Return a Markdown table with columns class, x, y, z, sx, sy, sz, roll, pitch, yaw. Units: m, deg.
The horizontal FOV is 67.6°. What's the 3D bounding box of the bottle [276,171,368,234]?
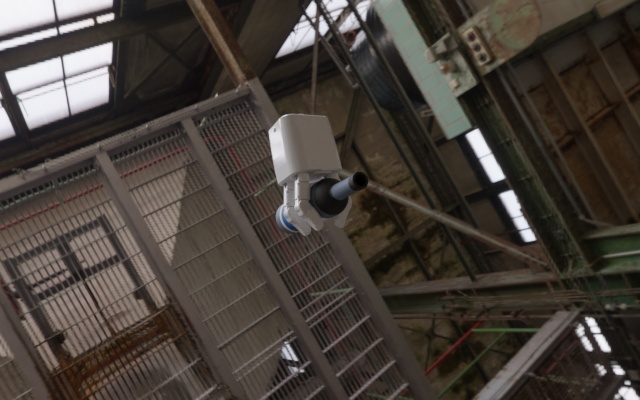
| class | x | y | z | sx | sy | sz | roll | pitch | yaw |
| --- | --- | --- | --- | --- | --- | --- | --- | --- | --- |
| bottle | 0.000 | 0.003 | 0.847 | 0.069 | 0.069 | 0.296 | 0 | -13 | -25 |
